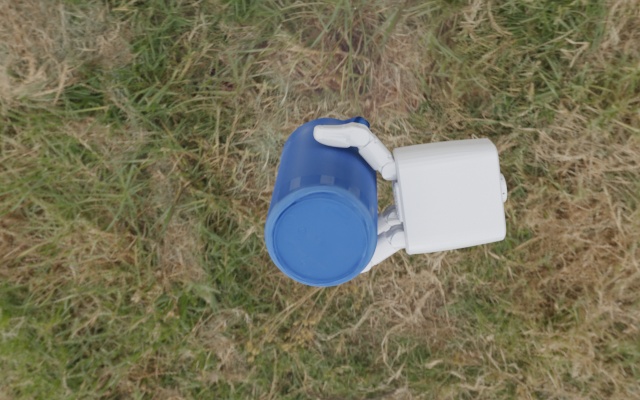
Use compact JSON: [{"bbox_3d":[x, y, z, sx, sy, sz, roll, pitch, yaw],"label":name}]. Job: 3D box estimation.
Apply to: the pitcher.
[{"bbox_3d":[0.000,0.002,0.557,0.145,0.149,0.242,-7,21,6],"label":"pitcher"}]
